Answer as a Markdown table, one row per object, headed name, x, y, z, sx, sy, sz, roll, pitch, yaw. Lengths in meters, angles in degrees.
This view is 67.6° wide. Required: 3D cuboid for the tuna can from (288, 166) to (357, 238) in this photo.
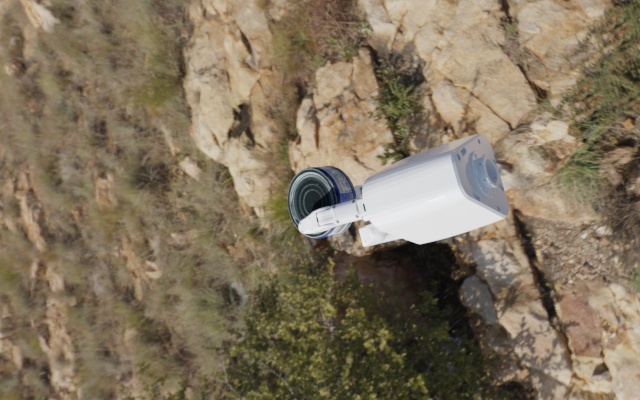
| name | x | y | z | sx | sy | sz | roll | pitch | yaw |
| --- | --- | --- | --- | --- | --- | --- | --- | --- | --- |
| tuna can | 0.000 | 0.002 | 0.571 | 0.086 | 0.086 | 0.034 | 0 | 5 | 43 |
